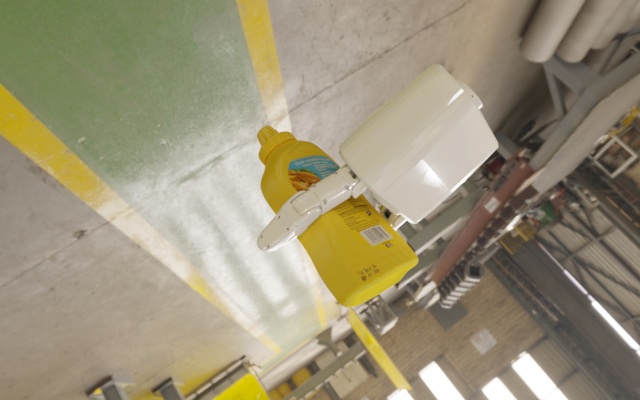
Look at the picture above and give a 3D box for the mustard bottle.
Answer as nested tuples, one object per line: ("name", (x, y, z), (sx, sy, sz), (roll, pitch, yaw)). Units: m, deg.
("mustard bottle", (0.000, 0.002, 0.439), (0.096, 0.191, 0.058), (-14, -31, -48))
